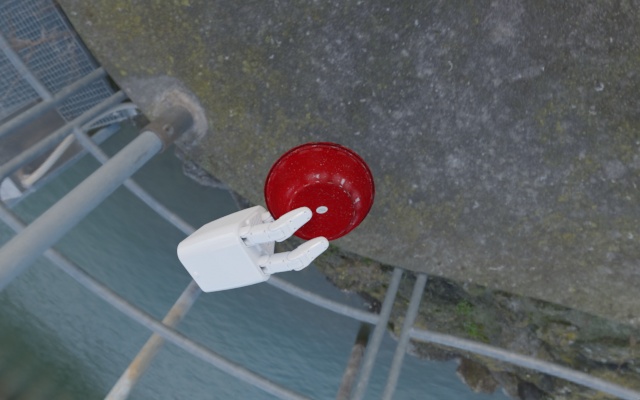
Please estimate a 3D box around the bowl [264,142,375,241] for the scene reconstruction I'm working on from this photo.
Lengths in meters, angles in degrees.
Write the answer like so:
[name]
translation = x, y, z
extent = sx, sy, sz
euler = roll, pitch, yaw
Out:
[bowl]
translation = 0.001, 0.002, 0.670
extent = 0.162, 0.162, 0.055
euler = 0, 29, -3
